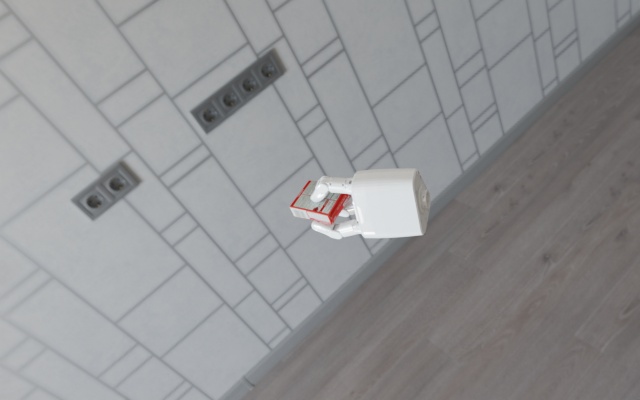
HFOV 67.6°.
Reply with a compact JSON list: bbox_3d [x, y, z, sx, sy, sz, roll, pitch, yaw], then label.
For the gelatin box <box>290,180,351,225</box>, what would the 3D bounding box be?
[{"bbox_3d":[0.000,0.002,0.872,0.089,0.073,0.030,11,-38,32],"label":"gelatin box"}]
